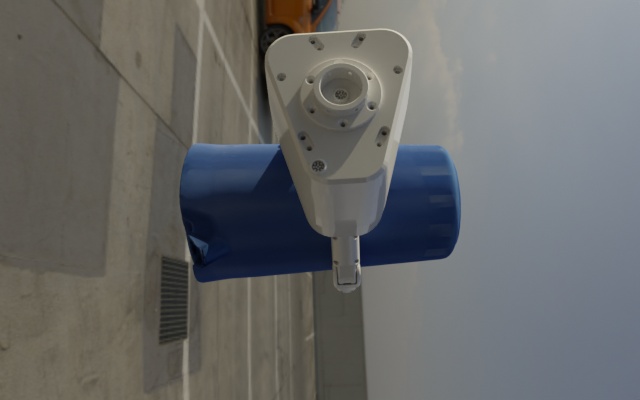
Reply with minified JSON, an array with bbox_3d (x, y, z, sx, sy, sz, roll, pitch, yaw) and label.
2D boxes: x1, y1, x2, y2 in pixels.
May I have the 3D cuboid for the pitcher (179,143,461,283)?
[{"bbox_3d":[0.000,0.002,0.464,0.243,0.149,0.145,-3,-21,2],"label":"pitcher"}]
